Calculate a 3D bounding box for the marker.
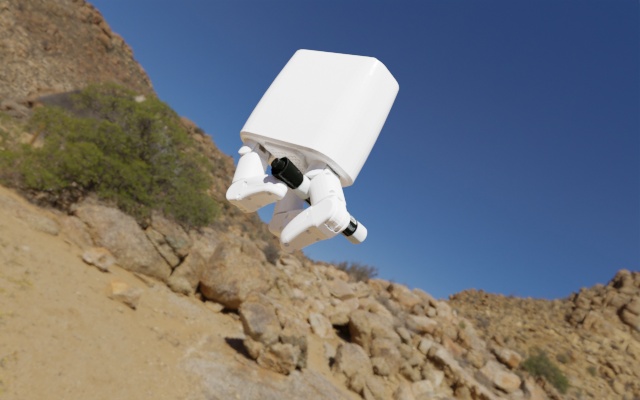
[{"bbox_3d":[0.000,0.001,0.411,0.020,0.020,0.121,0,-32,45],"label":"marker"}]
